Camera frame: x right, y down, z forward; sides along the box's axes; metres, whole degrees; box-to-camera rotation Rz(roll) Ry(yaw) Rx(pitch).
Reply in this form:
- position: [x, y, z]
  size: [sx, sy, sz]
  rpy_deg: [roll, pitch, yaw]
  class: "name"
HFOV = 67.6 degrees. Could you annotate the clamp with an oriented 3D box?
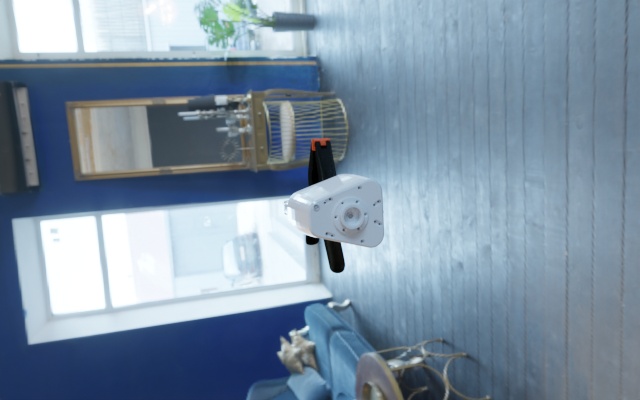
- position: [-0.001, 0.002, 0.799]
  size: [0.036, 0.210, 0.164]
  rpy_deg: [-6, 6, -17]
  class: "clamp"
